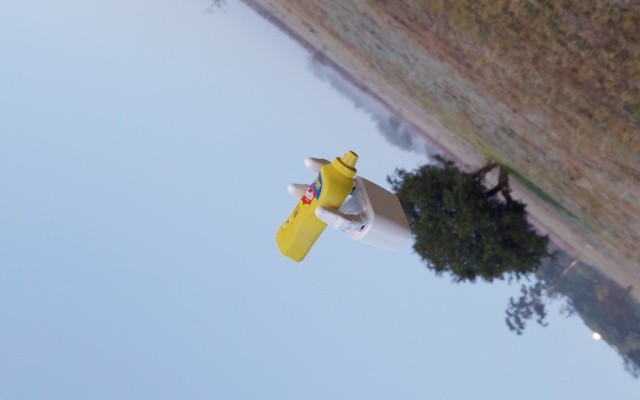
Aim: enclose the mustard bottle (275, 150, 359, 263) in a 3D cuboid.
[{"bbox_3d":[0.000,0.003,0.763,0.058,0.192,0.096,31,19,-15],"label":"mustard bottle"}]
